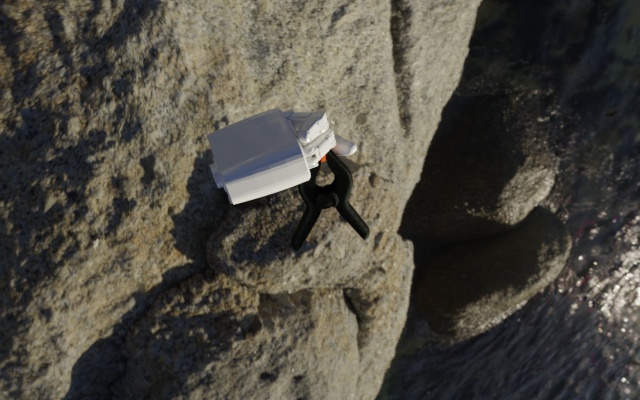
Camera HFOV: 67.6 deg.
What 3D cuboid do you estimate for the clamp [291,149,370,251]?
[{"bbox_3d":[0.000,0.002,0.694,0.120,0.171,0.039,-19,28,-5],"label":"clamp"}]
